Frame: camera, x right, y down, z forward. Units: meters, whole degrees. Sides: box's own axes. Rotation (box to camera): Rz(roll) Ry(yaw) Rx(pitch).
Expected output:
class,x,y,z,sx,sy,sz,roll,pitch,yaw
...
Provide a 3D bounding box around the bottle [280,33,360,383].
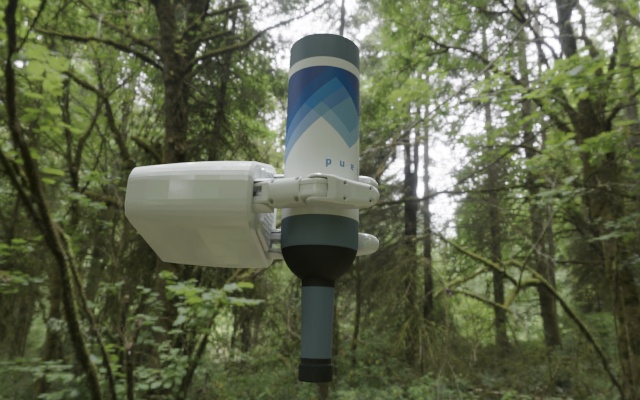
class,x,y,z,sx,sy,sz,roll,pitch,yaw
bottle,0.000,0.001,0.417,0.069,0.295,0.069,2,-15,0
